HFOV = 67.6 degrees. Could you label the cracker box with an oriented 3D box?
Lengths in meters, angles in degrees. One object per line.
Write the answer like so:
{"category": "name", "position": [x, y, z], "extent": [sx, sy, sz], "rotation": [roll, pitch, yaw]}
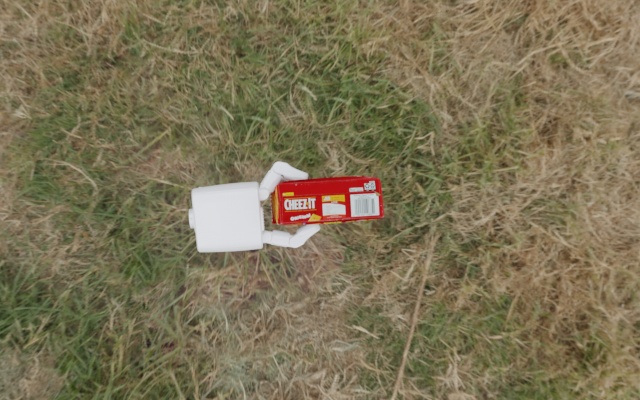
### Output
{"category": "cracker box", "position": [0.000, 0.003, 0.827], "extent": [0.164, 0.072, 0.213], "rotation": [-4, -1, -9]}
